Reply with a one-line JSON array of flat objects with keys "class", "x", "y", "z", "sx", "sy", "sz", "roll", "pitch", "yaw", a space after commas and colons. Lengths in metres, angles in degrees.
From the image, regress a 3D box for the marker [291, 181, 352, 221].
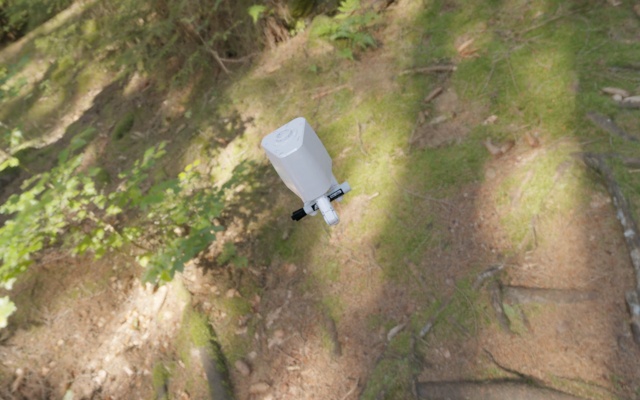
[{"class": "marker", "x": 0.000, "y": 0.003, "z": 0.869, "sx": 0.121, "sy": 0.020, "sz": 0.020, "roll": -30, "pitch": -2, "yaw": 4}]
